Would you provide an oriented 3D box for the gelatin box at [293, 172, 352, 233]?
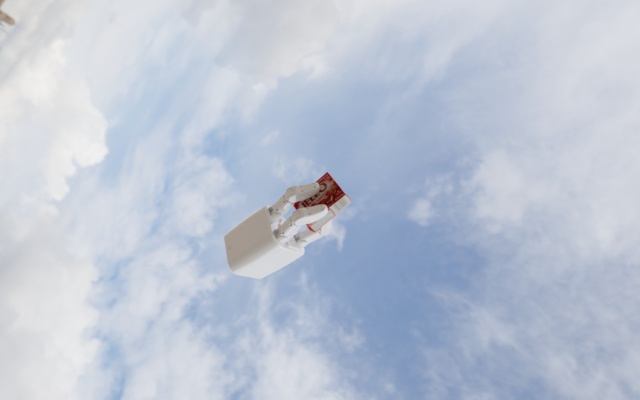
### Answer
[{"bbox_3d":[0.001,0.003,0.848,0.030,0.089,0.073,47,5,-45],"label":"gelatin box"}]
